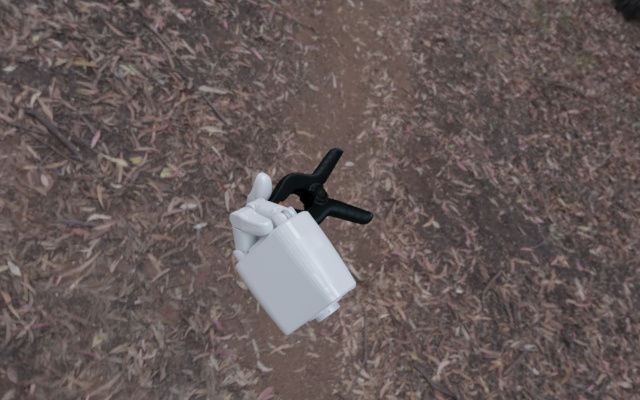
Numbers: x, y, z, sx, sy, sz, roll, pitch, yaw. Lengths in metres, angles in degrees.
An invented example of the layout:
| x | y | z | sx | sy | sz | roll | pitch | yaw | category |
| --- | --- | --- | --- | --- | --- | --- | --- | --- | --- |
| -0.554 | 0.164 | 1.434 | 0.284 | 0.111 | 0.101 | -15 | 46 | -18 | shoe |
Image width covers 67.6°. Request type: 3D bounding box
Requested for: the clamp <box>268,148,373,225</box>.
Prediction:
| x | y | z | sx | sy | sz | roll | pitch | yaw | category |
| --- | --- | --- | --- | --- | --- | --- | --- | --- | --- |
| 0.000 | 0.002 | 0.653 | 0.171 | 0.120 | 0.039 | -29 | -9 | -39 | clamp |
